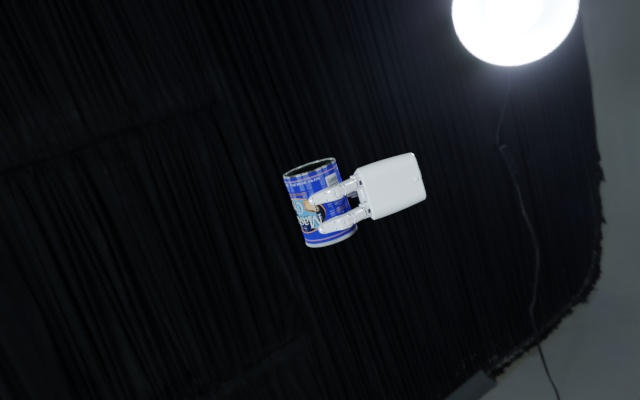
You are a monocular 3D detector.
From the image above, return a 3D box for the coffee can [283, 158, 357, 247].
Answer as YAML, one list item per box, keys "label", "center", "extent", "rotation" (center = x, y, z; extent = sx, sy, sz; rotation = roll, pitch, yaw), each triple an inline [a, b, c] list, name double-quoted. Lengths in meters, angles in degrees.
- label: "coffee can"
  center: [0.000, 0.003, 0.895]
  extent: [0.103, 0.140, 0.102]
  rotation: [-18, 13, 4]
